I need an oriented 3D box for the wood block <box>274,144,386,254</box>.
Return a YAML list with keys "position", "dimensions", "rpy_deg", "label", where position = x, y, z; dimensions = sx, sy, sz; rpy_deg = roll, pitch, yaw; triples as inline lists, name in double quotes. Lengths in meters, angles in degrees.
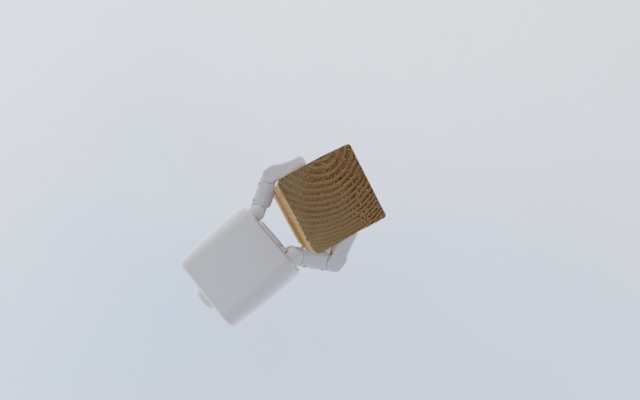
- position: [0.000, 0.002, 0.602]
  dimensions: [0.090, 0.091, 0.206]
  rpy_deg: [-28, 2, -8]
  label: "wood block"
